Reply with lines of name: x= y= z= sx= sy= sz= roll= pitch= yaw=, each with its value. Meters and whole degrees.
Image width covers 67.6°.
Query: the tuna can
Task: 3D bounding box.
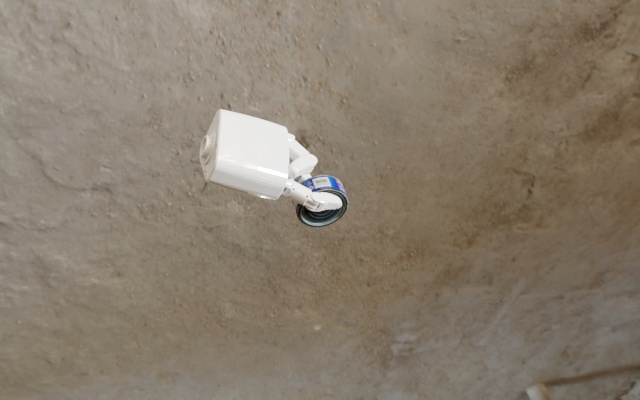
tuna can: x=0.000 y=0.003 z=0.755 sx=0.086 sy=0.086 sz=0.033 roll=0 pitch=42 yaw=-20
